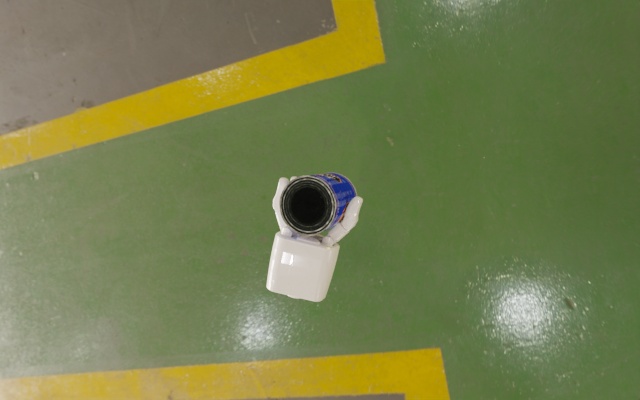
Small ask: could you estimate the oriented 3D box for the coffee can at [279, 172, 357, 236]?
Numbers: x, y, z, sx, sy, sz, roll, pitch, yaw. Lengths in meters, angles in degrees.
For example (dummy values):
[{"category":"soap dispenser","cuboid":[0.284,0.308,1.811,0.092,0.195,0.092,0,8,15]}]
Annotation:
[{"category":"coffee can","cuboid":[0.000,0.003,0.861,0.103,0.103,0.140,0,5,19]}]
